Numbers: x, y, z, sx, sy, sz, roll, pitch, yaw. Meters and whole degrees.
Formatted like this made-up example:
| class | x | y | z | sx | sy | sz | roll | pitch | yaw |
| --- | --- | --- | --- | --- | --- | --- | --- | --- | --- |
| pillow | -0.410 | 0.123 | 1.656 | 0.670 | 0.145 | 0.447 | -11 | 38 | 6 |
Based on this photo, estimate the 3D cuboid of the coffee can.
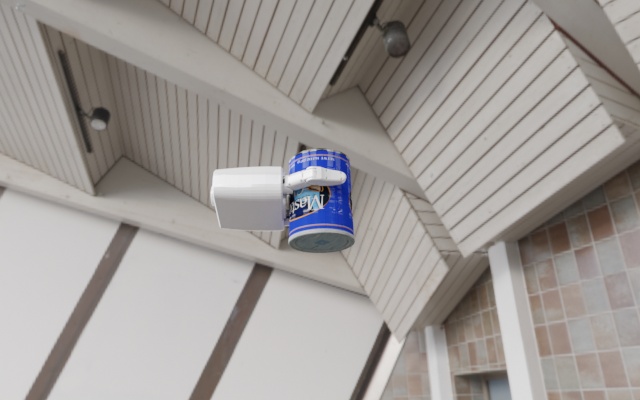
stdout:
| class | x | y | z | sx | sy | sz | roll | pitch | yaw |
| --- | --- | --- | --- | --- | --- | --- | --- | --- | --- |
| coffee can | 0.000 | 0.003 | 0.763 | 0.103 | 0.140 | 0.103 | -1 | -23 | -1 |
